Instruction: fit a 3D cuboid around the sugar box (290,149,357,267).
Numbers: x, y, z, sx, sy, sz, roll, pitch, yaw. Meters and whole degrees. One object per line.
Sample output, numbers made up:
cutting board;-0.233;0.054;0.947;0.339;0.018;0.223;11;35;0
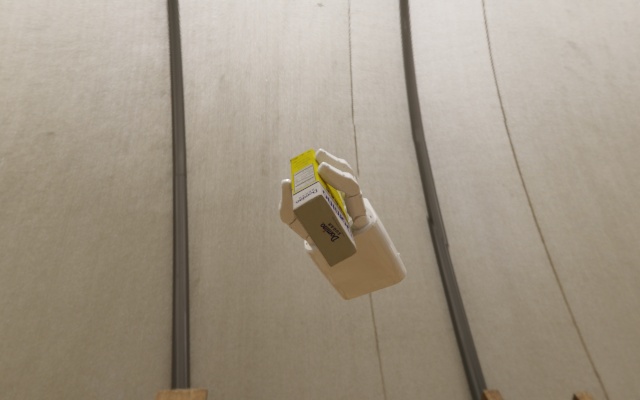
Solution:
sugar box;0.001;0.002;0.636;0.048;0.093;0.176;-30;24;6
